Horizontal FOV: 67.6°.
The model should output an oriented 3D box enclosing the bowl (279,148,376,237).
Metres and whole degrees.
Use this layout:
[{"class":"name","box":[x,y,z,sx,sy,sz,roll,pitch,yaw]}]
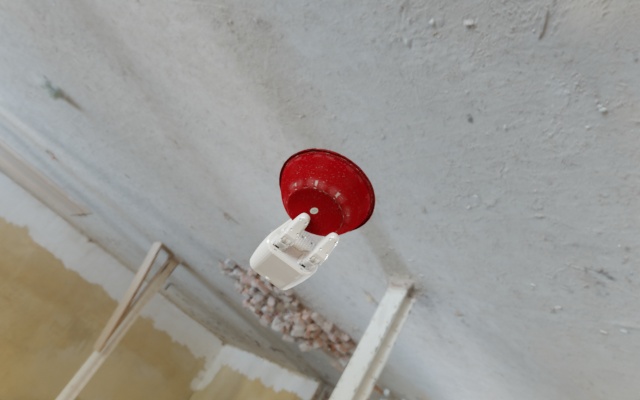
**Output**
[{"class":"bowl","box":[0.000,0.002,0.735,0.162,0.162,0.055,0,35,25]}]
